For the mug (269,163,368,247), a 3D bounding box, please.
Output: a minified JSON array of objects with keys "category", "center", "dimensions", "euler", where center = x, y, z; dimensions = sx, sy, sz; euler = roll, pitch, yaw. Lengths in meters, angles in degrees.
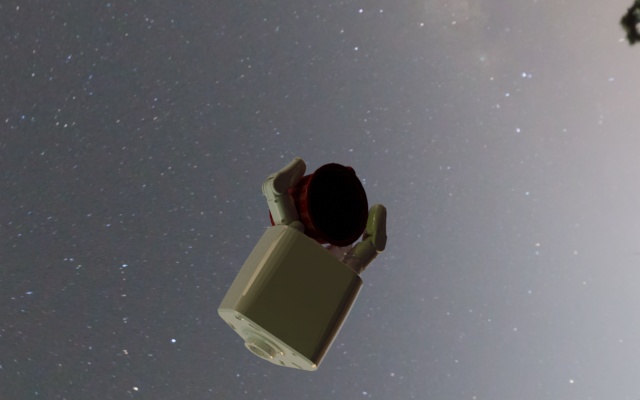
[{"category":"mug","center":[0.001,0.001,0.560],"dimensions":[0.081,0.117,0.093],"euler":[-13,-54,48]}]
